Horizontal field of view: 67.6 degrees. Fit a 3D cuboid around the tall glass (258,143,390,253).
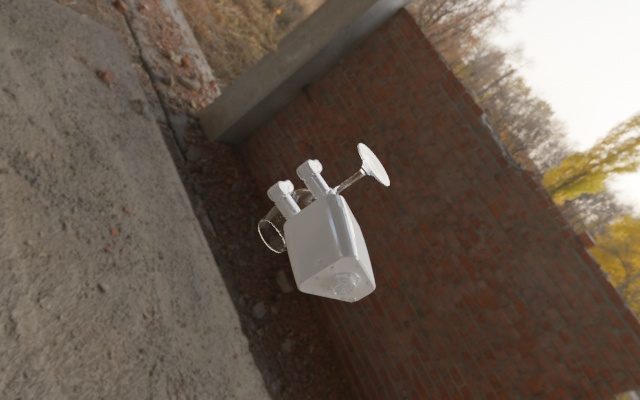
[{"bbox_3d":[0.001,0.002,0.713,0.201,0.079,0.079,-35,-14,21],"label":"tall glass"}]
